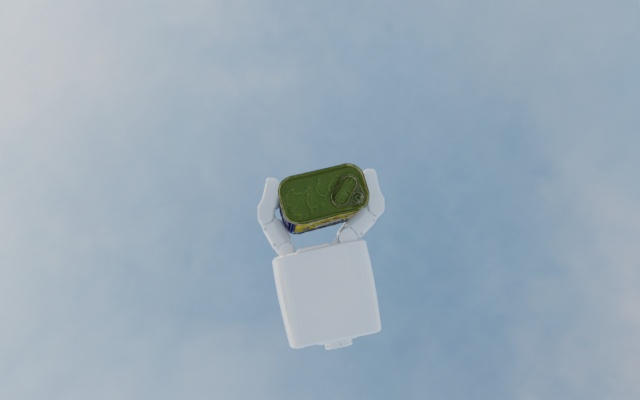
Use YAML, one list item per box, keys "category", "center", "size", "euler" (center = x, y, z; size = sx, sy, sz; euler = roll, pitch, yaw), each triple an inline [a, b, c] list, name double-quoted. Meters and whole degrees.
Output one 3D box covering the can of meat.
- category: "can of meat"
  center: [0.000, 0.002, 0.576]
  size: [0.102, 0.057, 0.084]
  euler: [-14, -13, -9]
